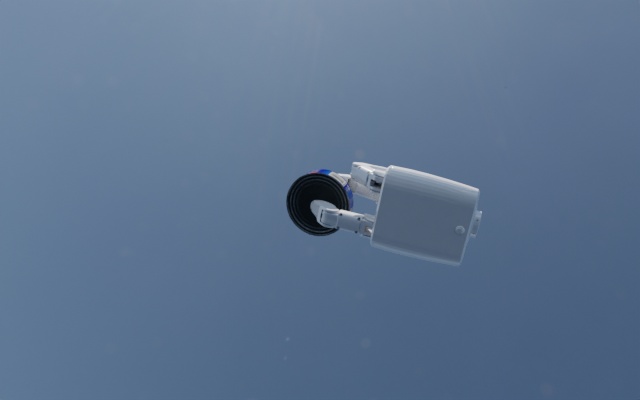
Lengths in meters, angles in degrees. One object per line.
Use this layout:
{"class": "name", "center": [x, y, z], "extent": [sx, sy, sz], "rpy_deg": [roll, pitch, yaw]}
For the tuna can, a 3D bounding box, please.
{"class": "tuna can", "center": [0.000, 0.002, 0.637], "extent": [0.086, 0.086, 0.033], "rpy_deg": [0, 14, 16]}
